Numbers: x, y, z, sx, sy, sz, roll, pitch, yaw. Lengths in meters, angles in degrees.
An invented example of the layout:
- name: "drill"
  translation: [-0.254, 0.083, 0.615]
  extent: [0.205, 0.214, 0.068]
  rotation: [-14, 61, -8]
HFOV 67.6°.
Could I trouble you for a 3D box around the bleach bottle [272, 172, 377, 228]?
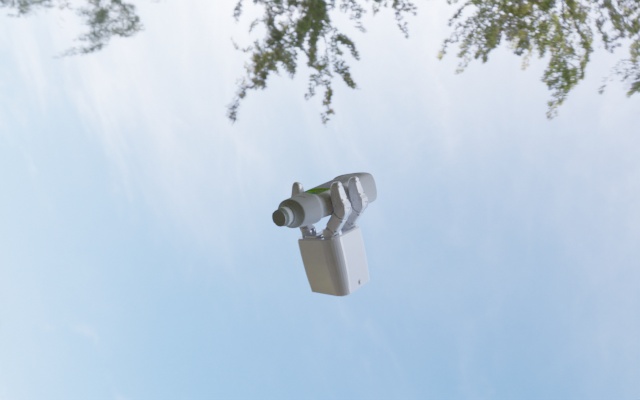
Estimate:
- name: "bleach bottle"
  translation: [0.000, 0.003, 0.856]
  extent: [0.102, 0.068, 0.251]
  rotation: [-8, 7, 38]
